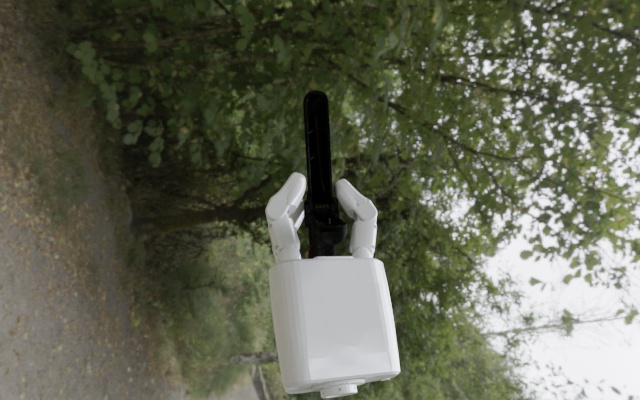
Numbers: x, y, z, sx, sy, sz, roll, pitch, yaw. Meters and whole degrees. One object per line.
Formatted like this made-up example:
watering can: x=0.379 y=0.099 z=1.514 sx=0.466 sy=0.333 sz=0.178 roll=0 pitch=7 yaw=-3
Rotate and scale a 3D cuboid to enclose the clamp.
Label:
clamp: x=0.001 y=0.002 z=0.505 sx=0.036 sy=0.164 sz=0.210 roll=-3 pitch=-26 yaw=-3
